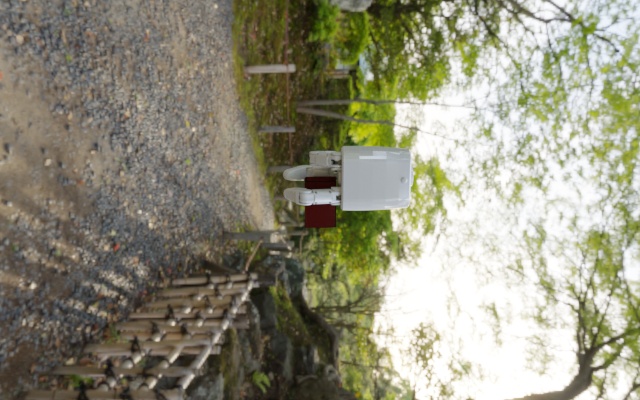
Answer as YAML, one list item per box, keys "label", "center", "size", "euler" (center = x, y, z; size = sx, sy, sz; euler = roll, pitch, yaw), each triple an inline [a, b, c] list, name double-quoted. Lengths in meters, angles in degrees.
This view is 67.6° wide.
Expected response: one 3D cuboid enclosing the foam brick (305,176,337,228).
- label: "foam brick"
  center: [0.000, 0.003, 0.775]
  size: [0.051, 0.078, 0.053]
  euler: [0, 11, -1]
